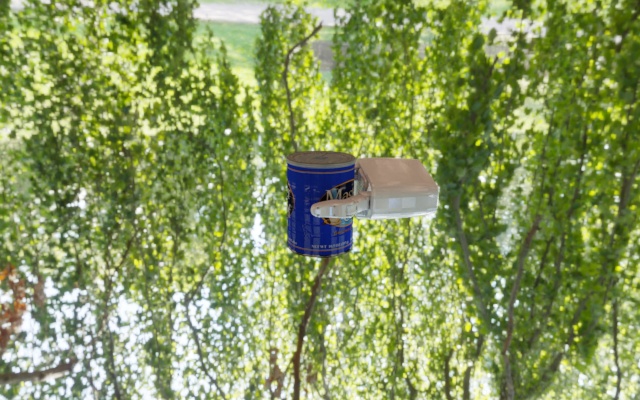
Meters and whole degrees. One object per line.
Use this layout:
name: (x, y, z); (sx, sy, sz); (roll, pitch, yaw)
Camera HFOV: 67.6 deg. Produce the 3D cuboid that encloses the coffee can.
coffee can: (0.000, 0.002, 0.722); (0.103, 0.140, 0.102); (1, 16, 0)
